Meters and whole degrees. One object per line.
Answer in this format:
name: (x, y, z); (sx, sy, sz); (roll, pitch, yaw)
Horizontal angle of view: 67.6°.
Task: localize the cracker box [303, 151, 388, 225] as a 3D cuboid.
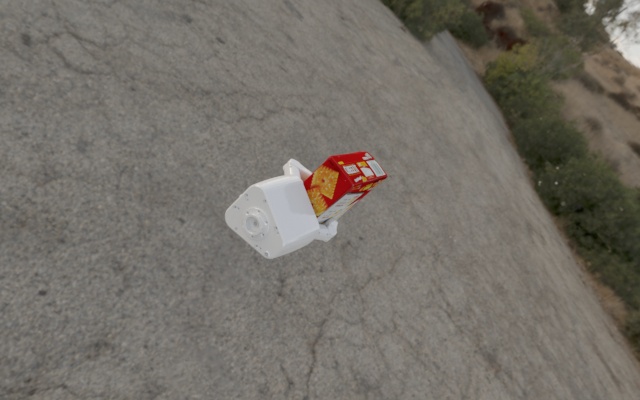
cracker box: (0.000, 0.003, 0.869); (0.214, 0.072, 0.164); (-41, -11, 27)
